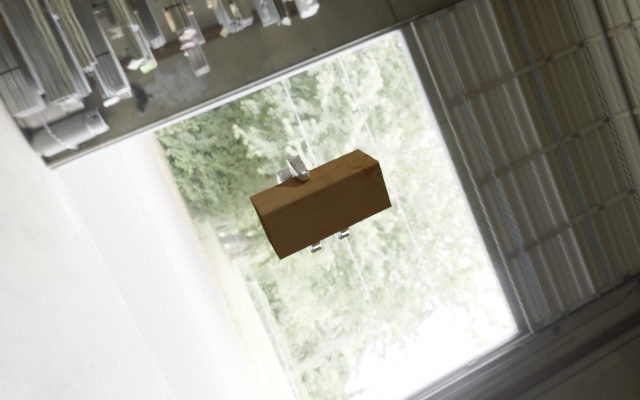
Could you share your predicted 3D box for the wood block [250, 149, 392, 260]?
[{"bbox_3d":[0.000,0.002,0.795,0.206,0.091,0.090,-25,27,-10],"label":"wood block"}]
